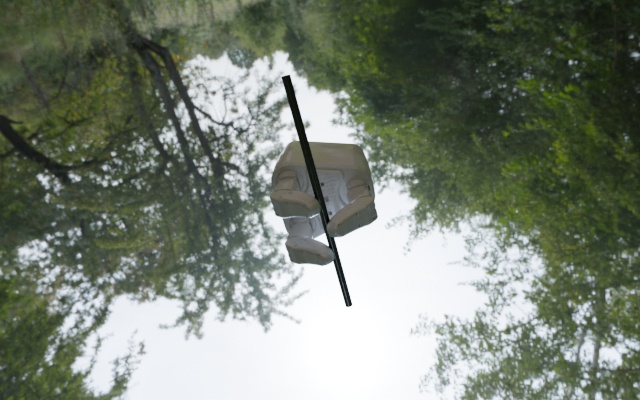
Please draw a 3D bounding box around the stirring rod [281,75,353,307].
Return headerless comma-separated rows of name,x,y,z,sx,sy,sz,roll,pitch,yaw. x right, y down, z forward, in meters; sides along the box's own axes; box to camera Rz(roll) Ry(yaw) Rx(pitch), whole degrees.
stirring rod,0.000,0.001,0.451,0.011,0.240,0.011,-13,22,6
